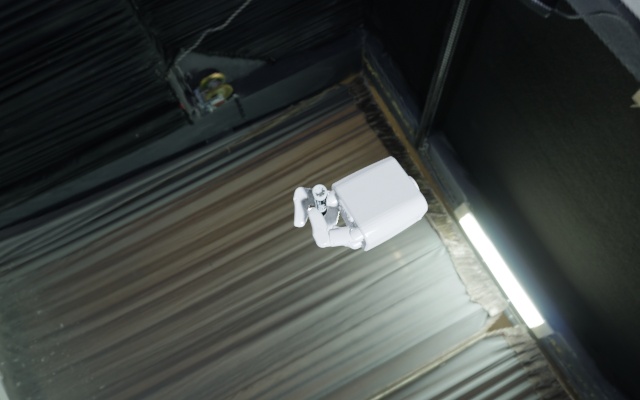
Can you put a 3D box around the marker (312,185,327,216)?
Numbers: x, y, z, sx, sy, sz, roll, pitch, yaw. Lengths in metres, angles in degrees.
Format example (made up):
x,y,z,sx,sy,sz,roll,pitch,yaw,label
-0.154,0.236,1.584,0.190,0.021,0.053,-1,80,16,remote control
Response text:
x,y,z,sx,sy,sz,roll,pitch,yaw,label
0.000,0.002,0.681,0.020,0.020,0.121,0,-14,1,marker
